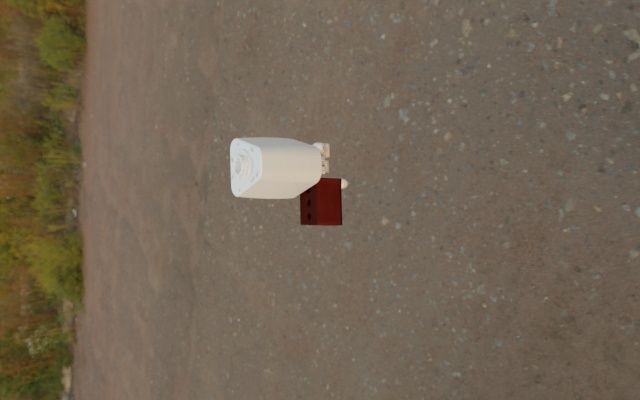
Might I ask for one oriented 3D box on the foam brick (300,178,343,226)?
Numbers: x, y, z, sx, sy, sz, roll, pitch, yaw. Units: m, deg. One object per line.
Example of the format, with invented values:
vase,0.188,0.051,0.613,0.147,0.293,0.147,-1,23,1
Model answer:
foam brick,0.000,0.003,0.784,0.051,0.078,0.053,-2,0,-35
